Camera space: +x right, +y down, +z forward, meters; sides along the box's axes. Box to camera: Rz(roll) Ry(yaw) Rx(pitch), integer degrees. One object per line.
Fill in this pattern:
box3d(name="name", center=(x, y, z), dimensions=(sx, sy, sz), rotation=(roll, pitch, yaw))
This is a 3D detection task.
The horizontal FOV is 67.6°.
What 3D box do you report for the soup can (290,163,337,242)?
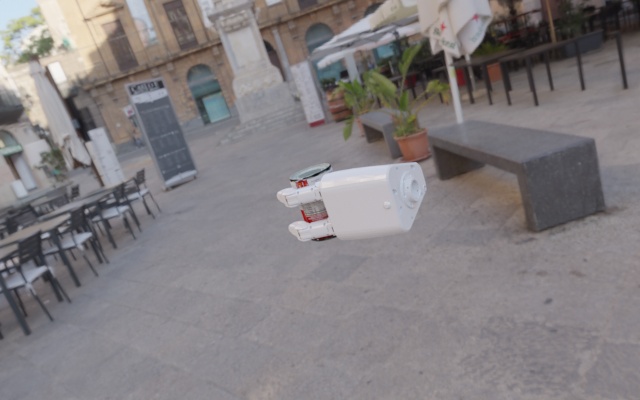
box3d(name="soup can", center=(0.000, 0.002, 0.727), dimensions=(0.068, 0.102, 0.068), rotation=(-18, 15, 5))
